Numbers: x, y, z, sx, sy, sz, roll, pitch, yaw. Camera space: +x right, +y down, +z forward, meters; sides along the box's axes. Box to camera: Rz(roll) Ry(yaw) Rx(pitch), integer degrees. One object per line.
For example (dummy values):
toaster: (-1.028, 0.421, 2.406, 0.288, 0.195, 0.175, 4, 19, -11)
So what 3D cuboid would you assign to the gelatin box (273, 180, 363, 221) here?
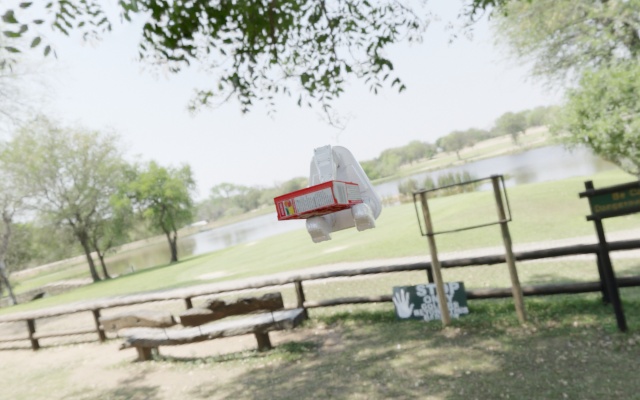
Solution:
gelatin box: (0.000, 0.001, 0.543, 0.073, 0.030, 0.089, -15, -7, 22)
